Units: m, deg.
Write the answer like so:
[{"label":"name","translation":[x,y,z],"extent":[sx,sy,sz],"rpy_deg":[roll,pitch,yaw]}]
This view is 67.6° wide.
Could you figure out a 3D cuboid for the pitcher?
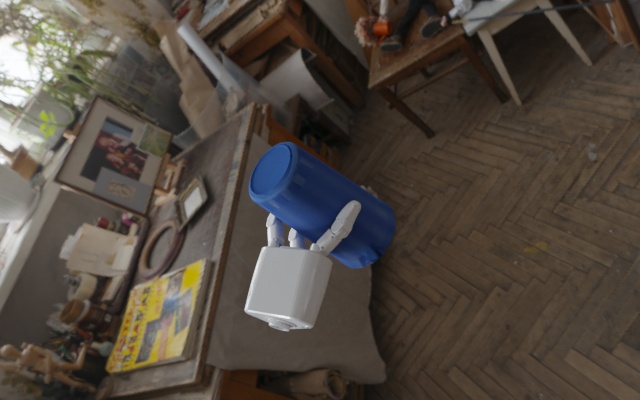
[{"label":"pitcher","translation":[0.000,0.003,0.796],"extent":[0.149,0.145,0.243],"rpy_deg":[-6,-32,45]}]
